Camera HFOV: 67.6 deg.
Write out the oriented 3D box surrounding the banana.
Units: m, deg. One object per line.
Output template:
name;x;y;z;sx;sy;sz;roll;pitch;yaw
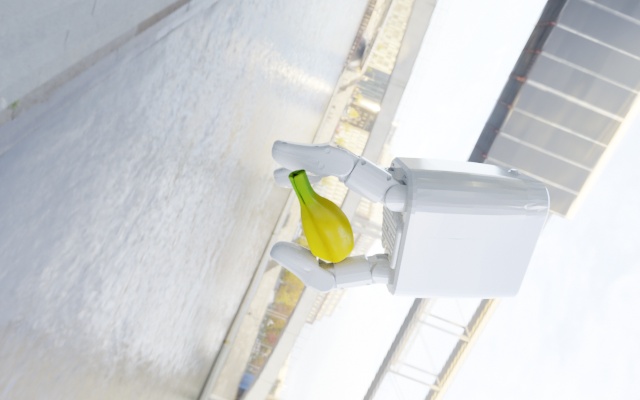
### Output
banana;0.005;0.019;0.410;0.037;0.069;0.198;-14;-6;-1
